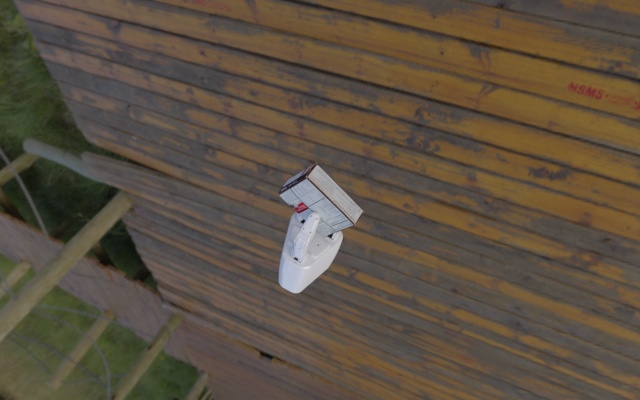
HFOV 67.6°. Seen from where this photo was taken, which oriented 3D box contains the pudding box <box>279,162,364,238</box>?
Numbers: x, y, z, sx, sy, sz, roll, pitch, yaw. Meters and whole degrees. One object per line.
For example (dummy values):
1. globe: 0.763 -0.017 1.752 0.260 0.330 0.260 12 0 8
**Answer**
1. pudding box: 0.000 0.003 0.763 0.113 0.039 0.090 43 -37 -15
